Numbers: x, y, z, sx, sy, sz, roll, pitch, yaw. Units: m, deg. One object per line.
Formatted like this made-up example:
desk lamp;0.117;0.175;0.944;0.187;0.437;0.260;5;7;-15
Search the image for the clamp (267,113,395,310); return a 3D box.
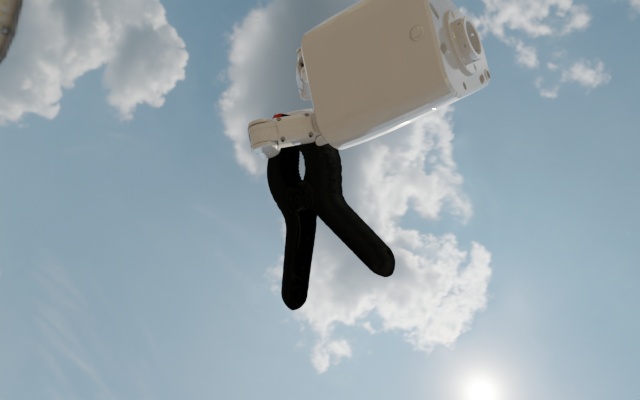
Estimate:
clamp;0.000;0.001;0.401;0.120;0.171;0.039;-17;-9;36
